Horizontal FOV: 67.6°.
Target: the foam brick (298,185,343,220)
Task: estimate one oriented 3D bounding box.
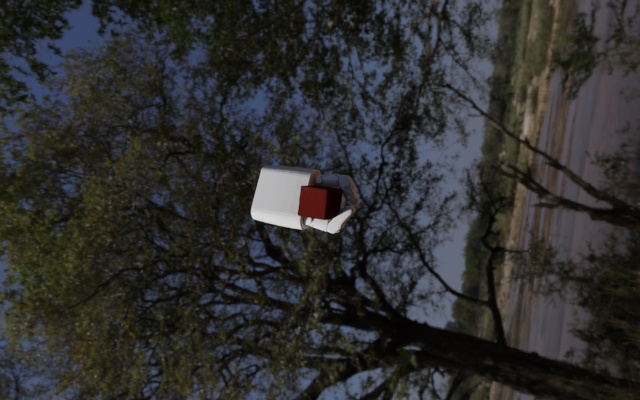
[{"bbox_3d":[0.000,0.003,0.828,0.051,0.053,0.078,9,5,20],"label":"foam brick"}]
